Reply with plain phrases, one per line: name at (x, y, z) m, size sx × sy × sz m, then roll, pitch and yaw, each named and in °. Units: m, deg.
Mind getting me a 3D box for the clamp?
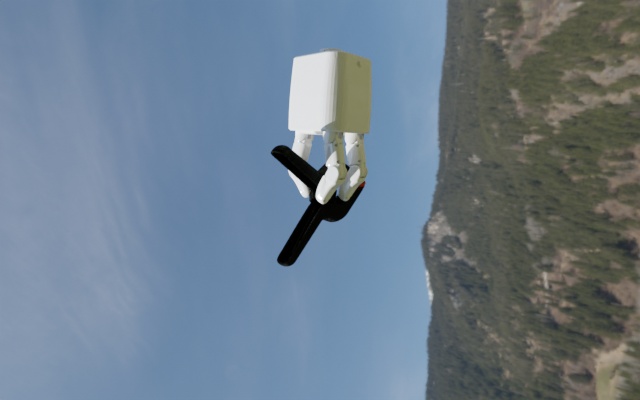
clamp at (0.000, 0.002, 0.704) m, size 0.036 × 0.164 × 0.210 m, roll 9°, pitch 10°, yaw 35°
